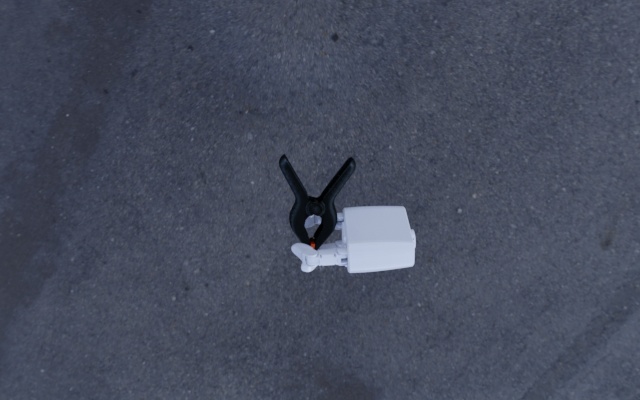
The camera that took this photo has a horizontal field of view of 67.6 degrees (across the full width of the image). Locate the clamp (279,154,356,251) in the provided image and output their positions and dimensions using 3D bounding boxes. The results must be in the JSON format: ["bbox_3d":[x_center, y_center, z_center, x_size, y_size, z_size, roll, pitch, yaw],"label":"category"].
[{"bbox_3d":[0.000,0.003,0.773,0.120,0.171,0.039,-4,25,1],"label":"clamp"}]
